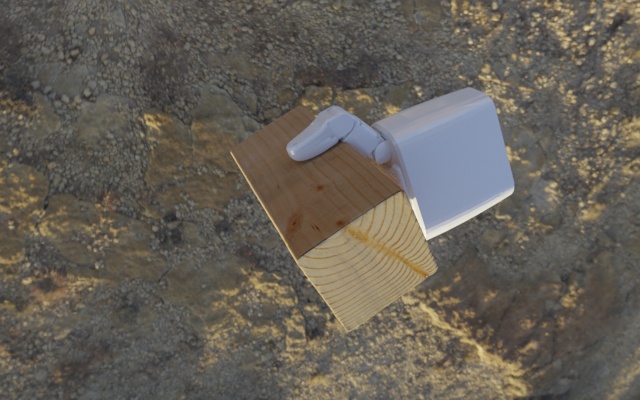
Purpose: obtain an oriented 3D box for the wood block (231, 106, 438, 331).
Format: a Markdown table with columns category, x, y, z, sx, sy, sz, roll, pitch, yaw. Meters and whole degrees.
| category | x | y | z | sx | sy | sz | roll | pitch | yaw |
| --- | --- | --- | --- | --- | --- | --- | --- | --- | --- |
| wood block | 0.000 | 0.001 | 0.428 | 0.090 | 0.091 | 0.206 | -34 | 35 | -5 |
